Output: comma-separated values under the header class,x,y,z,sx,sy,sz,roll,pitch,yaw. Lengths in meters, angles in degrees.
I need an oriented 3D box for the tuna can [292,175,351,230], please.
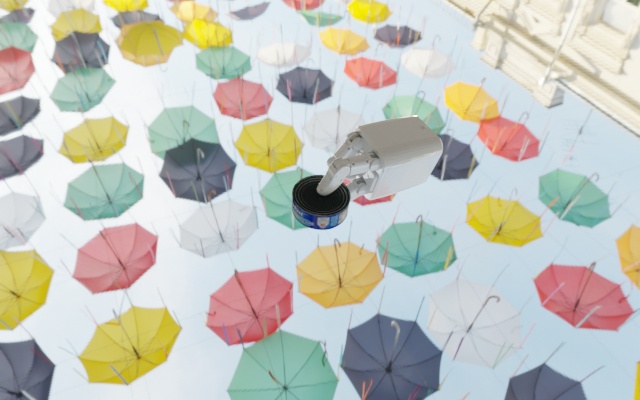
class,x,y,z,sx,sy,sz,roll,pitch,yaw
tuna can,0.000,0.003,0.703,0.086,0.034,0.086,3,44,-3
